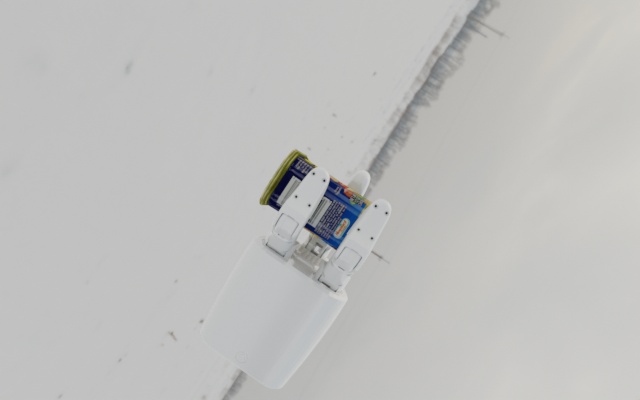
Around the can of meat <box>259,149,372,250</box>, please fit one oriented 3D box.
[{"bbox_3d":[0.000,0.002,0.442,0.084,0.057,0.102,34,4,4],"label":"can of meat"}]
